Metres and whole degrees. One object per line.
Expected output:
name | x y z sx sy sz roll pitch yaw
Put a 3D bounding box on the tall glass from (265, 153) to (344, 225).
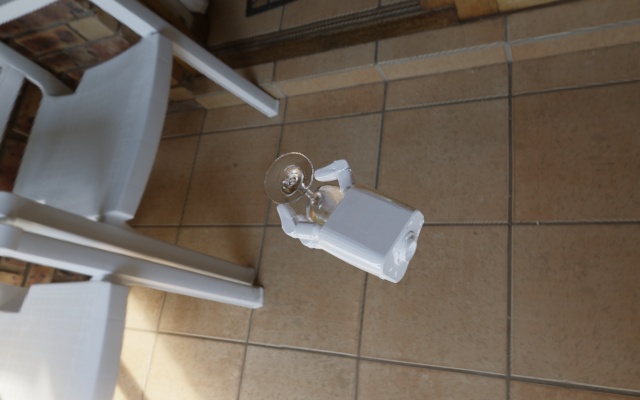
tall glass | 0.000 0.002 0.722 0.079 0.079 0.201 0 -19 27
